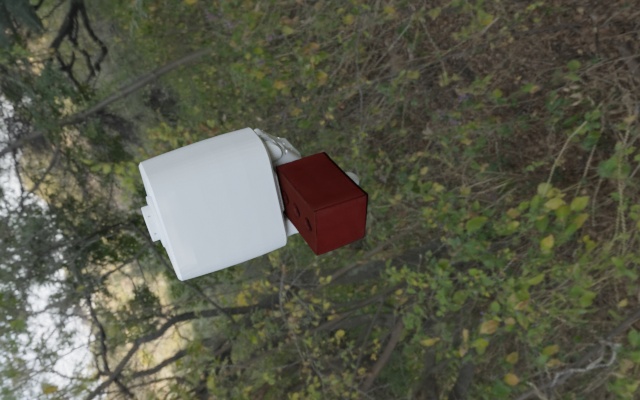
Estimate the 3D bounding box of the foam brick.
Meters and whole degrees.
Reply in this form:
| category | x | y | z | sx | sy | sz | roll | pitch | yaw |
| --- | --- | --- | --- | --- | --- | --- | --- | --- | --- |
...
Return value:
| category | x | y | z | sx | sy | sz | roll | pitch | yaw |
| --- | --- | --- | --- | --- | --- | --- | --- | --- | --- |
| foam brick | 0.000 | 0.001 | 0.432 | 0.051 | 0.053 | 0.078 | -19 | 42 | -22 |
